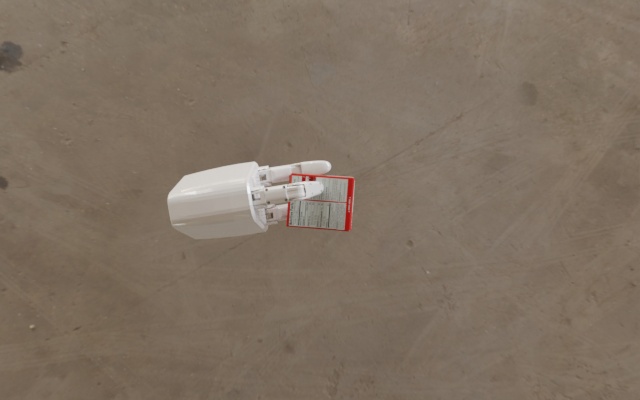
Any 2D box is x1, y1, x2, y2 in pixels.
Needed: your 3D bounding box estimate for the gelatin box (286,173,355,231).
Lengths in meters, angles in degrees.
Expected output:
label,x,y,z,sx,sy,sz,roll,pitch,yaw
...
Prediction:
label,x,y,z,sx,sy,sz,roll,pitch,yaw
gelatin box,0.000,0.002,0.651,0.089,0.073,0.030,4,1,5
